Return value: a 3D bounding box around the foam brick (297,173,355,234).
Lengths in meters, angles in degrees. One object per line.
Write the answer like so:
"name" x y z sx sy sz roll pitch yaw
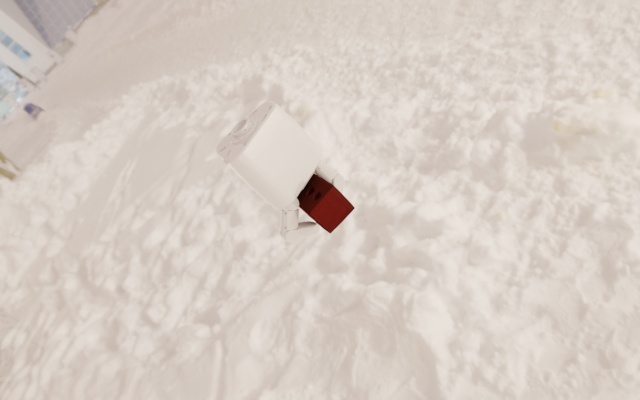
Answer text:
"foam brick" 0.000 0.002 0.689 0.051 0.053 0.078 46 -6 -32
